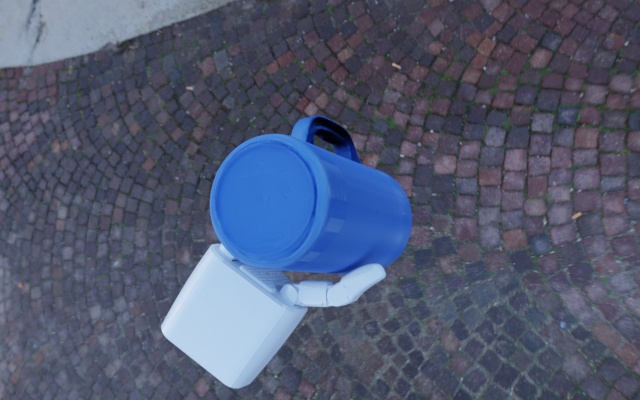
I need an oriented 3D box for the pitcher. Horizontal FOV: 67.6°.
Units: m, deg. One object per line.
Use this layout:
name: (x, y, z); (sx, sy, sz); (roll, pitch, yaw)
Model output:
pitcher: (0.000, 0.002, 0.479); (0.149, 0.145, 0.243); (41, 9, 21)
